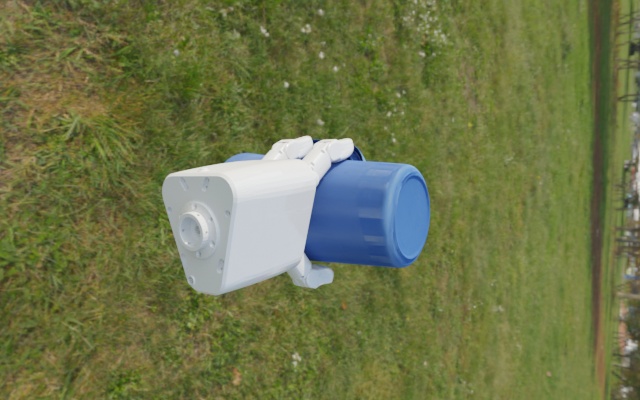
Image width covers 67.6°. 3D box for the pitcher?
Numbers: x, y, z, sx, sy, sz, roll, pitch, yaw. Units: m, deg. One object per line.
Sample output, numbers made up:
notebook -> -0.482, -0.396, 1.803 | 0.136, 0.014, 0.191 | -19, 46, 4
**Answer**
pitcher -> 0.000, 0.002, 0.562 | 0.243, 0.149, 0.145 | 3, 8, 35
